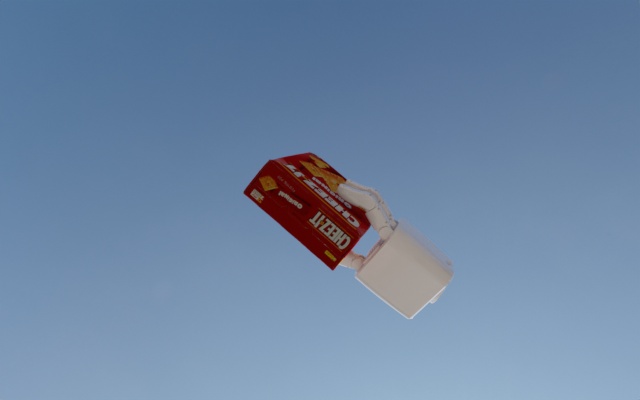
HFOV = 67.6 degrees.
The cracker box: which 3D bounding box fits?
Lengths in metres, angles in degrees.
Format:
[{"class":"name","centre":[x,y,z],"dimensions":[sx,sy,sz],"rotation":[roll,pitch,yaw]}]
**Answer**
[{"class":"cracker box","centre":[0.000,0.003,0.733],"dimensions":[0.164,0.072,0.213],"rotation":[40,15,5]}]
